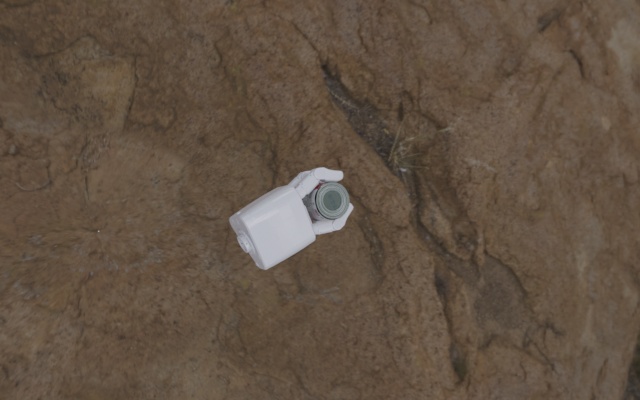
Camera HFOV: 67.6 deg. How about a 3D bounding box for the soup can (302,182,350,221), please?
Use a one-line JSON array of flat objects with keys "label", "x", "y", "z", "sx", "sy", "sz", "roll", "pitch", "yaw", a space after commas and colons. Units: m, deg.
[{"label": "soup can", "x": 0.001, "y": 0.003, "z": 0.865, "sx": 0.068, "sy": 0.068, "sz": 0.102, "roll": 0, "pitch": -3, "yaw": -25}]
